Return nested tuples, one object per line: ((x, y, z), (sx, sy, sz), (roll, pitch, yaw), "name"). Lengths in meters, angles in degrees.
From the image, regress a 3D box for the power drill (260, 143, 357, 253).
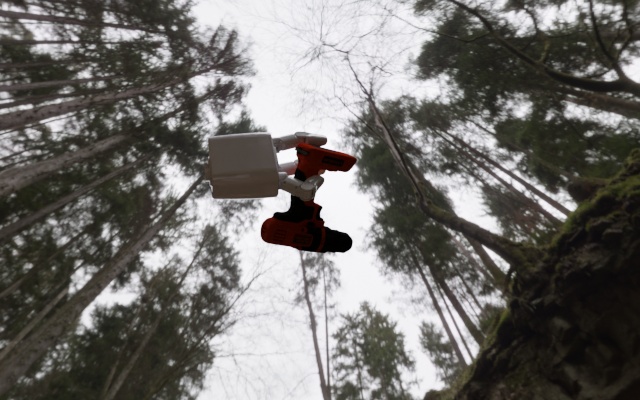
((0.000, 0.002, 0.843), (0.184, 0.188, 0.057), (11, 10, -32), "power drill")
